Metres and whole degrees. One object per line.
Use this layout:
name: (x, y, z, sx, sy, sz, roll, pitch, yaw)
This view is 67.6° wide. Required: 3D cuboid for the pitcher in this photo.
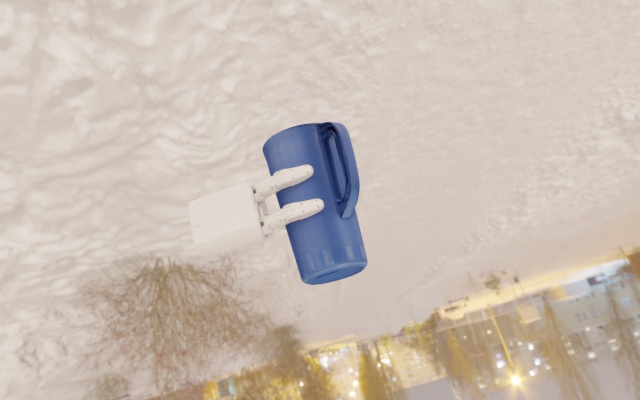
pitcher: (0.000, 0.003, 0.767, 0.145, 0.242, 0.149, -16, -18, 3)
